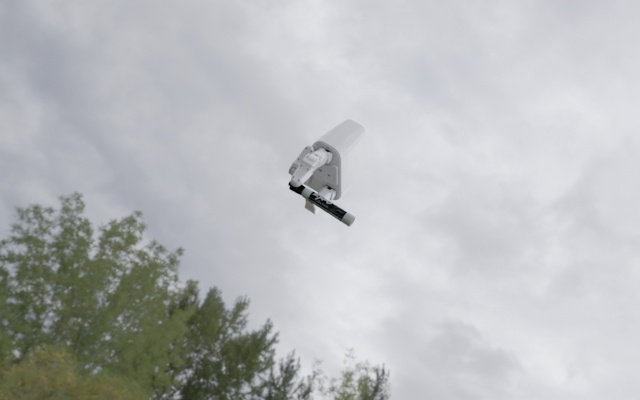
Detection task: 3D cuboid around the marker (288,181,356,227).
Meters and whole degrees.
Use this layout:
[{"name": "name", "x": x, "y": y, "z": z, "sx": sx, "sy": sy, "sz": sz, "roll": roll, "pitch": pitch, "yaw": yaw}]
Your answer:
[{"name": "marker", "x": 0.000, "y": 0.002, "z": 0.754, "sx": 0.121, "sy": 0.020, "sz": 0.020, "roll": 32, "pitch": 8, "yaw": 13}]
